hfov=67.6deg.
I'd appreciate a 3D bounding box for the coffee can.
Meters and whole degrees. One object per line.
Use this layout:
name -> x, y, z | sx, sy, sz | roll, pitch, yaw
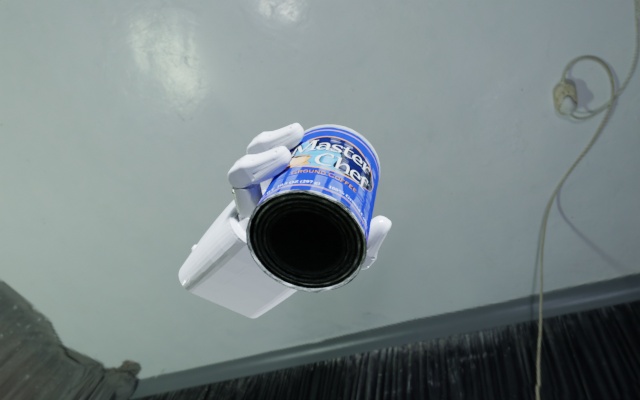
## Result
coffee can -> 0.000, 0.001, 0.451 | 0.103, 0.103, 0.140 | 0, 30, 12
